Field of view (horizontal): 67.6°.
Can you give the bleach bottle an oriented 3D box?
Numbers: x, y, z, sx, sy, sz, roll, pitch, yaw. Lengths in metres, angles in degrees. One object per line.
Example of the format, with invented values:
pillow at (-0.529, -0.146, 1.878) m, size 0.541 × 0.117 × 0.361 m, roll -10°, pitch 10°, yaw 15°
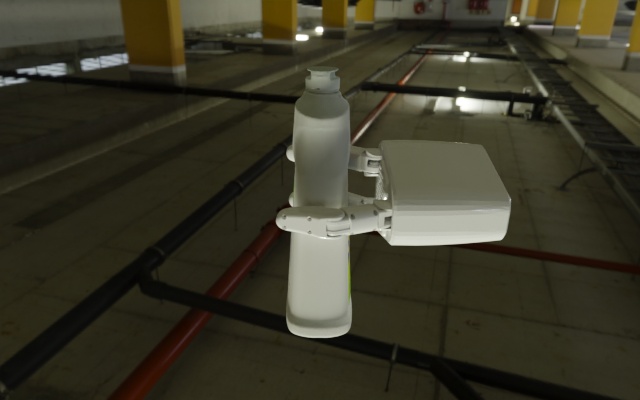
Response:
bleach bottle at (0.000, 0.002, 0.465) m, size 0.068 × 0.251 × 0.102 m, roll 0°, pitch 23°, yaw -1°
